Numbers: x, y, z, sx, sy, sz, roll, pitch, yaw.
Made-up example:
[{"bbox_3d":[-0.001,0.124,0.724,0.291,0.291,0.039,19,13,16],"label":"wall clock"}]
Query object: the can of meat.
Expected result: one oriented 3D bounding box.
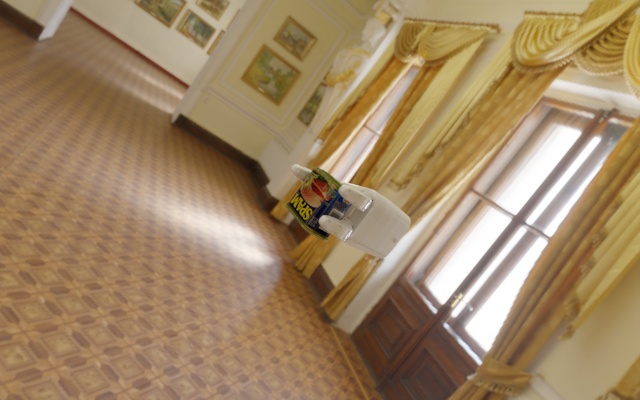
[{"bbox_3d":[0.000,0.002,0.764,0.057,0.084,0.102,31,9,-35],"label":"can of meat"}]
